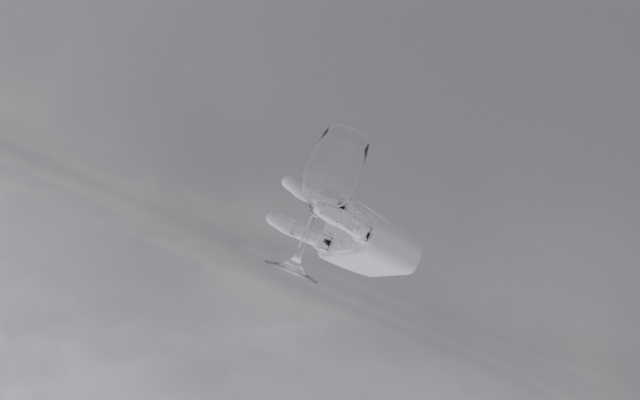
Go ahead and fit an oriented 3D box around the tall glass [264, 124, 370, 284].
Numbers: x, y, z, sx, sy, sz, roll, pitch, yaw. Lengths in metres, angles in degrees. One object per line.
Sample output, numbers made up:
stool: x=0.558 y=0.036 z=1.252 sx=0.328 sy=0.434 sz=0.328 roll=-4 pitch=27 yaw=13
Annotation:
tall glass: x=0.000 y=0.003 z=0.629 sx=0.079 sy=0.201 sz=0.079 roll=22 pitch=-8 yaw=3
